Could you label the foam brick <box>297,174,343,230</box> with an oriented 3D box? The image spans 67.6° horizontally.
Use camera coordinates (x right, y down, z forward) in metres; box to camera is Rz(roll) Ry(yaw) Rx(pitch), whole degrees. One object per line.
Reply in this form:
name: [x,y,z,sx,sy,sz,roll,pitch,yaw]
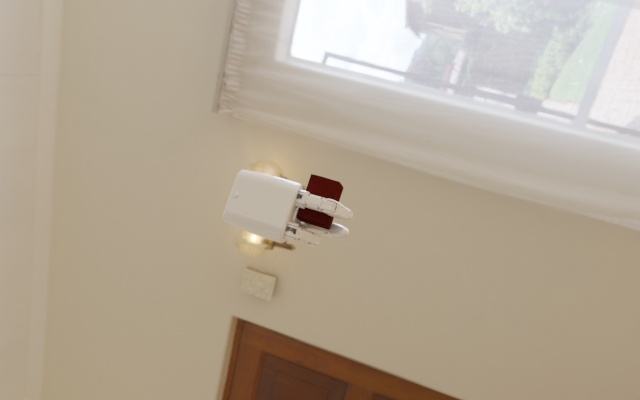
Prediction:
foam brick: [0.000,0.002,0.790,0.051,0.078,0.053,17,-8,12]
